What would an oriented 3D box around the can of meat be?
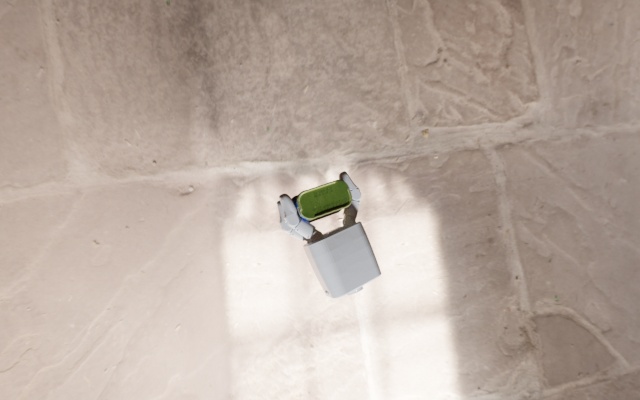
[{"bbox_3d":[0.000,0.003,0.857,0.102,0.057,0.084,-19,-2,-12],"label":"can of meat"}]
